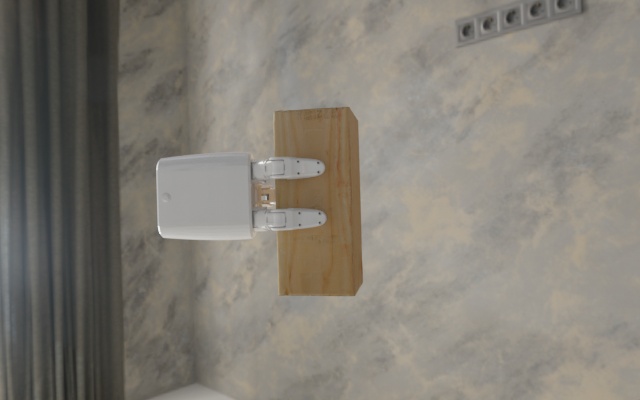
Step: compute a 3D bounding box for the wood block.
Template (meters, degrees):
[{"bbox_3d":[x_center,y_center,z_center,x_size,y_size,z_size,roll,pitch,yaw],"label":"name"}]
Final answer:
[{"bbox_3d":[0.000,0.002,0.568,0.090,0.206,0.091,-2,0,10],"label":"wood block"}]
